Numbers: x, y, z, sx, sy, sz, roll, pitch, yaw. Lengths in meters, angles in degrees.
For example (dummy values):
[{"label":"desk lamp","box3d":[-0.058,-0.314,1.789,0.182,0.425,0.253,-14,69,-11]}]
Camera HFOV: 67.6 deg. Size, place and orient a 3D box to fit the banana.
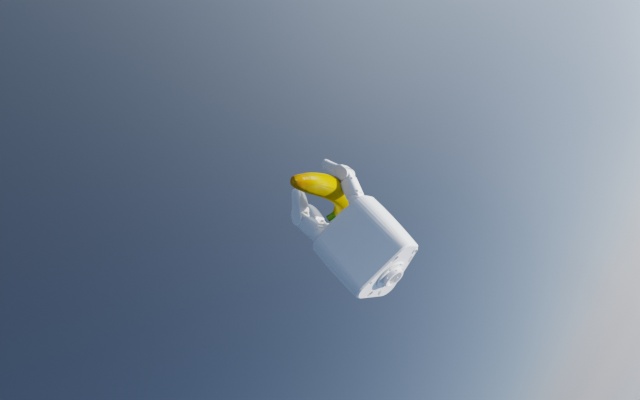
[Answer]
[{"label":"banana","box3d":[0.017,-0.005,0.758,0.069,0.037,0.198,-29,-27,7]}]
